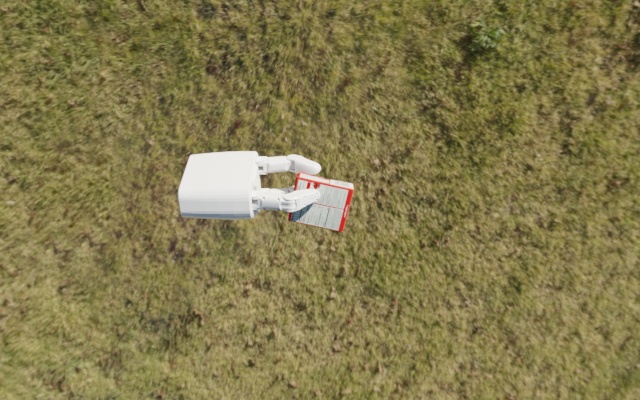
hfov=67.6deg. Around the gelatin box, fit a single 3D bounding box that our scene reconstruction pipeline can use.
[{"bbox_3d":[0.000,0.003,0.730,0.089,0.073,0.030,12,21,-2],"label":"gelatin box"}]
